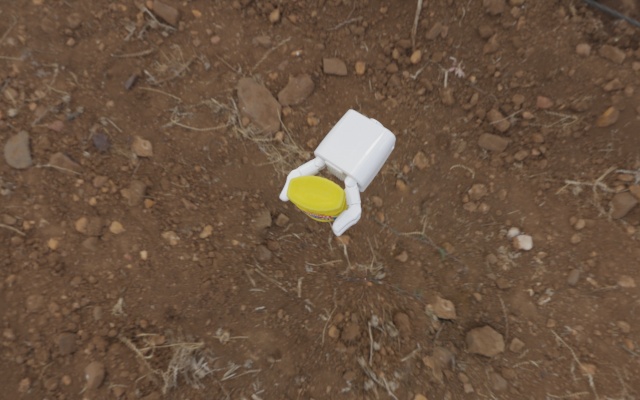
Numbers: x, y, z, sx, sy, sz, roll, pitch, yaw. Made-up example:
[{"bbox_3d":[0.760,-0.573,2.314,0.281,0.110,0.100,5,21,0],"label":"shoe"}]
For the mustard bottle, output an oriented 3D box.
[{"bbox_3d":[0.000,0.003,0.865,0.096,0.058,0.192,11,-8,7],"label":"mustard bottle"}]
